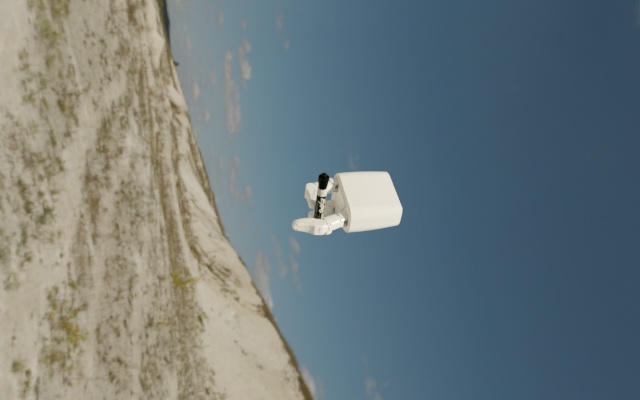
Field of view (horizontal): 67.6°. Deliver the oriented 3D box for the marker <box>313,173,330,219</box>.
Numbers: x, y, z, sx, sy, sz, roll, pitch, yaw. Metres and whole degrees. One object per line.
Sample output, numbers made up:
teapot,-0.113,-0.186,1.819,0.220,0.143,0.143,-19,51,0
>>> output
marker,0.000,0.003,0.835,0.020,0.121,0.020,5,38,-4
